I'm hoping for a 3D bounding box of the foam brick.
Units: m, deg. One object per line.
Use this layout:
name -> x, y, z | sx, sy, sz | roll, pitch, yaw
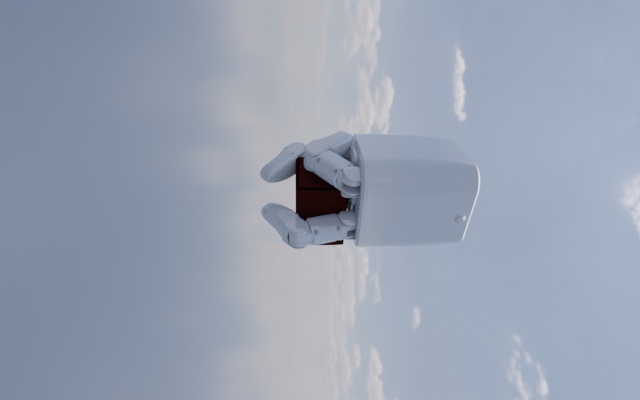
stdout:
foam brick -> 0.000, 0.002, 0.488 | 0.051, 0.078, 0.053 | 0, 42, -3
